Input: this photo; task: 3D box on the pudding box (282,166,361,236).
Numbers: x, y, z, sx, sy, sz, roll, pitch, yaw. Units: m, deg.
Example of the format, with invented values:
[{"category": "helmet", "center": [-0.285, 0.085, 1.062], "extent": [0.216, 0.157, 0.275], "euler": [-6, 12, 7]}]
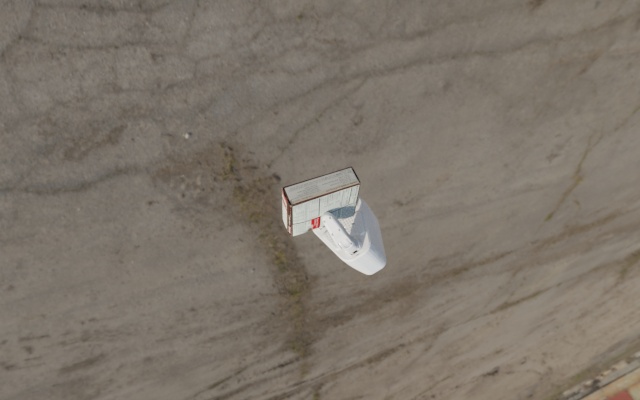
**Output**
[{"category": "pudding box", "center": [0.000, 0.003, 0.715], "extent": [0.113, 0.039, 0.090], "euler": [-19, -32, -15]}]
